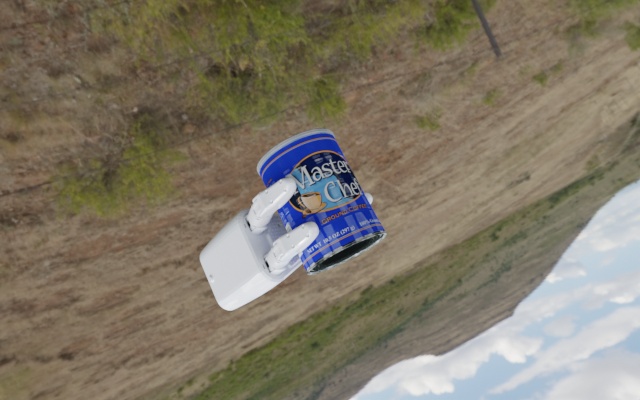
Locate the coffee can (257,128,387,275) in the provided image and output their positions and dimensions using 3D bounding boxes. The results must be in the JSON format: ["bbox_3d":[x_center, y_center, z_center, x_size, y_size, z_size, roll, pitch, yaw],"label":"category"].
[{"bbox_3d":[0.000,0.002,0.562,0.103,0.140,0.103,-25,-15,-7],"label":"coffee can"}]
